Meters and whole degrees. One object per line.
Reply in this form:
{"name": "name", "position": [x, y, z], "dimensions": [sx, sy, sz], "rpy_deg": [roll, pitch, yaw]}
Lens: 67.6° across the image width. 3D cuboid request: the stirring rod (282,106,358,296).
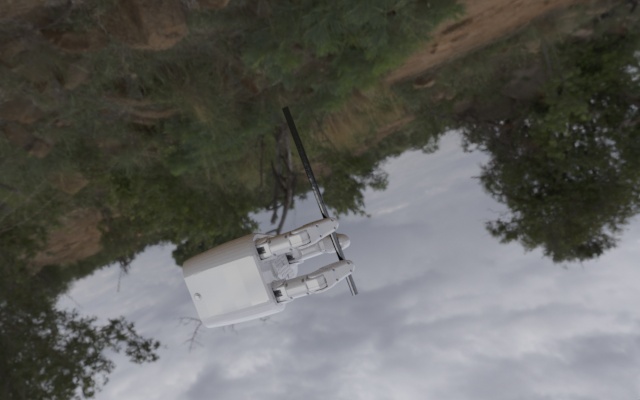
{"name": "stirring rod", "position": [0.000, 0.002, 0.575], "dimensions": [0.011, 0.239, 0.011], "rpy_deg": [-21, 3, 1]}
